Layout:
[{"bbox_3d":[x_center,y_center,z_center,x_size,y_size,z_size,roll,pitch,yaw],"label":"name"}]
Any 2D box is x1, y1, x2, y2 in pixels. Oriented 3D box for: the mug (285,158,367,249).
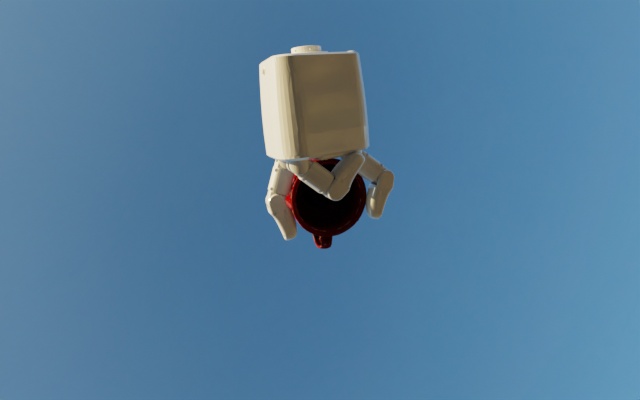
[{"bbox_3d":[0.000,0.003,0.596,0.093,0.117,0.081,-8,13,-16],"label":"mug"}]
